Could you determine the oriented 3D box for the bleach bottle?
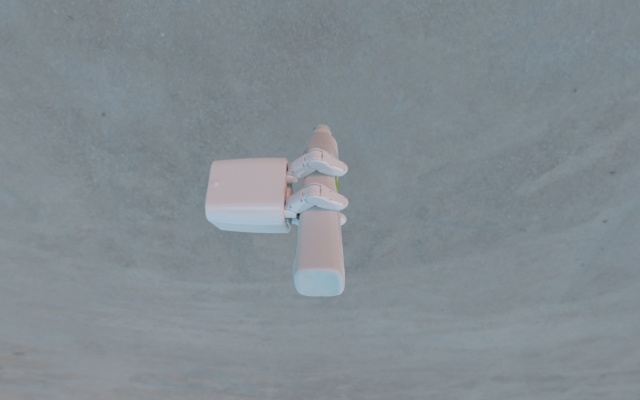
[{"bbox_3d":[0.000,0.002,0.689,0.068,0.250,0.103,0,-31,3],"label":"bleach bottle"}]
